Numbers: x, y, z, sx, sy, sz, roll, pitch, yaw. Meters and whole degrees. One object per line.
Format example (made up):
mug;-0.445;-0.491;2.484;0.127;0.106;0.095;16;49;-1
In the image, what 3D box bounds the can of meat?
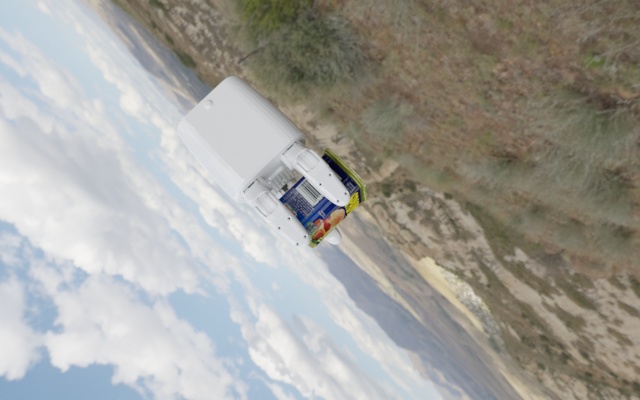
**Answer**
can of meat;0.000;0.002;0.507;0.057;0.084;0.102;45;-3;12
